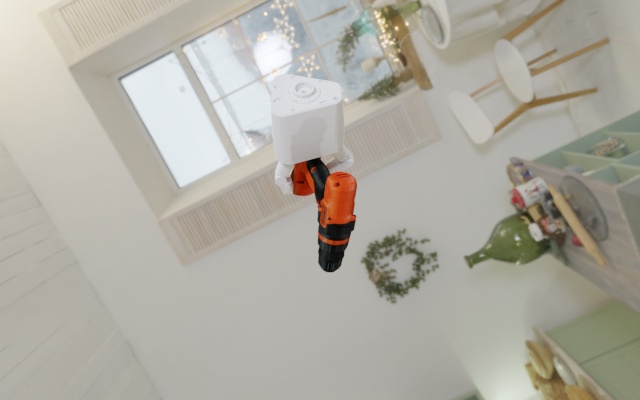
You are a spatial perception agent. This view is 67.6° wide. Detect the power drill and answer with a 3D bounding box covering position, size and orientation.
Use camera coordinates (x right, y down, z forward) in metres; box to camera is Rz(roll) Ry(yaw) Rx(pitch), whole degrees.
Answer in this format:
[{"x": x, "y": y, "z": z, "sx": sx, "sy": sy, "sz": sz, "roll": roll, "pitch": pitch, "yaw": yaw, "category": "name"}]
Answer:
[{"x": 0.000, "y": 0.002, "z": 0.801, "sx": 0.057, "sy": 0.185, "sz": 0.187, "roll": -7, "pitch": 36, "yaw": -23, "category": "power drill"}]
